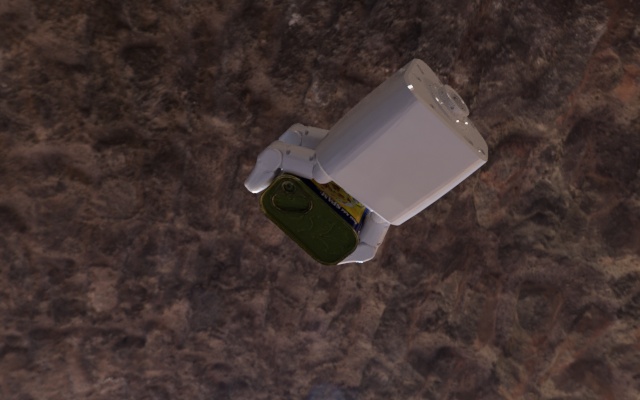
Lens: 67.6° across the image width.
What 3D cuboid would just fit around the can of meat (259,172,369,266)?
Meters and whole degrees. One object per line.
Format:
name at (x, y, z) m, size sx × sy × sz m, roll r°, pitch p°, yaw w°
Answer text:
can of meat at (0.000, 0.002, 0.486) m, size 0.057 × 0.102 × 0.084 m, roll -43°, pitch 8°, yaw 33°
